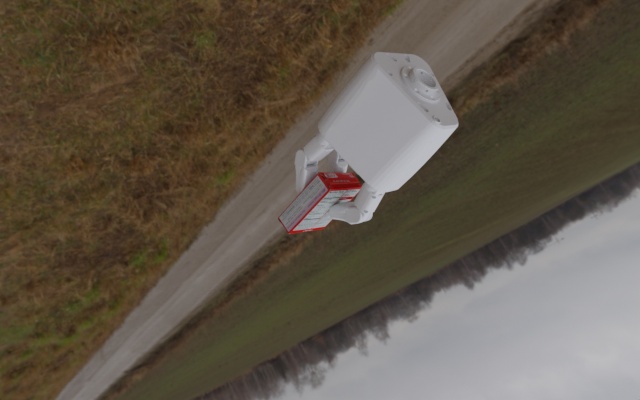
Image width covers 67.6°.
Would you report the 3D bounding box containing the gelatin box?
[{"bbox_3d":[0.000,0.003,0.601,0.089,0.030,0.073,-48,-24,28],"label":"gelatin box"}]
